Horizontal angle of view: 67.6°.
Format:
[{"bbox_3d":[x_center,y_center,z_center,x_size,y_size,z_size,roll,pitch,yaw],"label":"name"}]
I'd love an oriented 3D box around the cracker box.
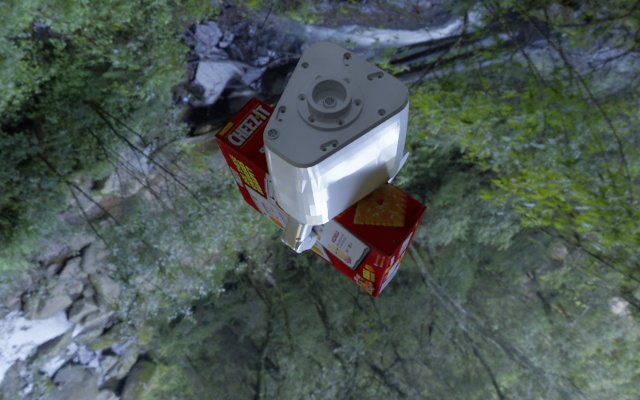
[{"bbox_3d":[0.000,0.002,0.529,0.213,0.072,0.164,35,-18,16],"label":"cracker box"}]
